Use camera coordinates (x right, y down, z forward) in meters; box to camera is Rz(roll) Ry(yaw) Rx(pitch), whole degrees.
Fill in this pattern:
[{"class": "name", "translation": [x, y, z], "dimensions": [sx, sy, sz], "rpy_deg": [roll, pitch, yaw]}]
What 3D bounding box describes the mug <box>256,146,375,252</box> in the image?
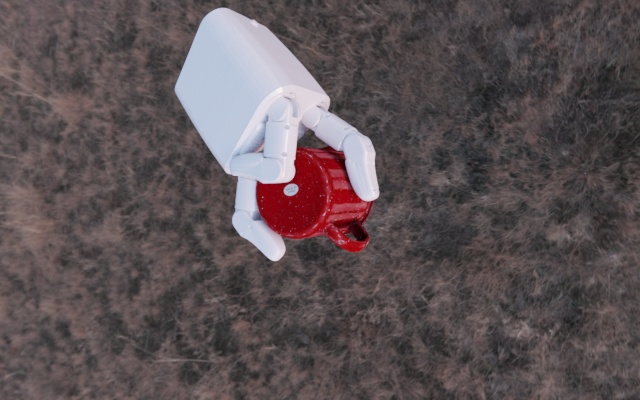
[{"class": "mug", "translation": [0.001, 0.003, 0.447], "dimensions": [0.093, 0.117, 0.081], "rpy_deg": [-44, -18, 24]}]
